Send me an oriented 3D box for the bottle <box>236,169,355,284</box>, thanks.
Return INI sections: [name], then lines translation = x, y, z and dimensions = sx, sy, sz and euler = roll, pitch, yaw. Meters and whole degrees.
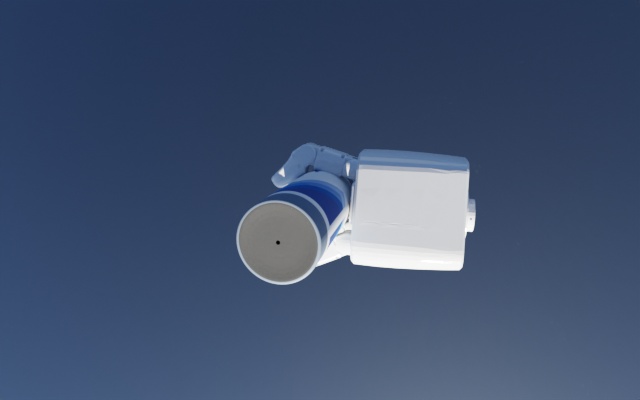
[bottle]
translation = 0.000, 0.002, 0.495
dimensions = 0.069, 0.069, 0.295
euler = 0, 12, 13
